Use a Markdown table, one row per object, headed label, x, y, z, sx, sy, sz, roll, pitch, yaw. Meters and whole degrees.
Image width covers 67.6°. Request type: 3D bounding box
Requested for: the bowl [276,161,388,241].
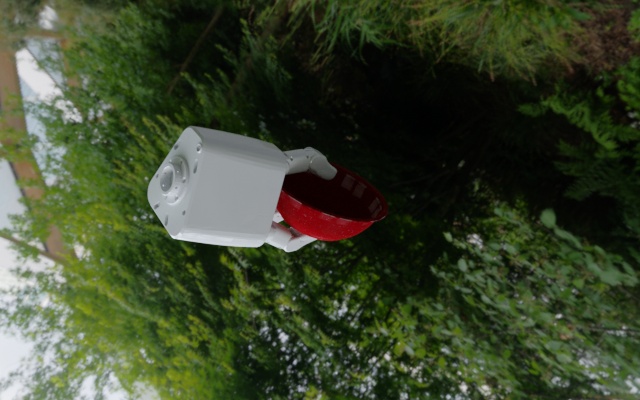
| label | x | y | z | sx | sy | sz | roll | pitch | yaw |
| --- | --- | --- | --- | --- | --- | --- | --- | --- | --- |
| bowl | 0.001 | 0.002 | 0.599 | 0.162 | 0.055 | 0.162 | 18 | 25 | -9 |
